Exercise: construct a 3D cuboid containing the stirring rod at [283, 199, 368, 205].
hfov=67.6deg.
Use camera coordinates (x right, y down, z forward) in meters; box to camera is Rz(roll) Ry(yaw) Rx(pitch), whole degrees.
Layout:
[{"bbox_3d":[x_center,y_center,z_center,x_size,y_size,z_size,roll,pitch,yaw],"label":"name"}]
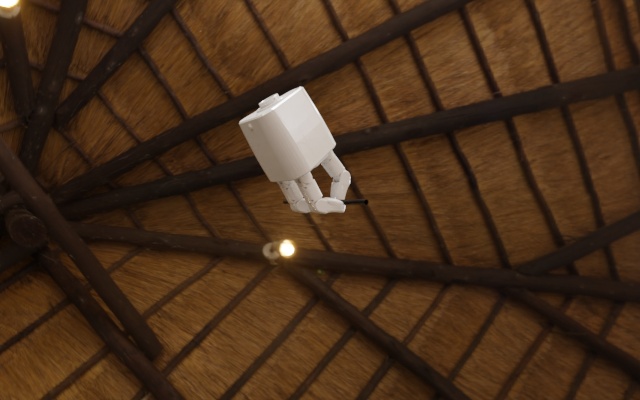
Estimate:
[{"bbox_3d":[0.000,0.003,0.798,0.011,0.011,0.239,0,0,-34],"label":"stirring rod"}]
